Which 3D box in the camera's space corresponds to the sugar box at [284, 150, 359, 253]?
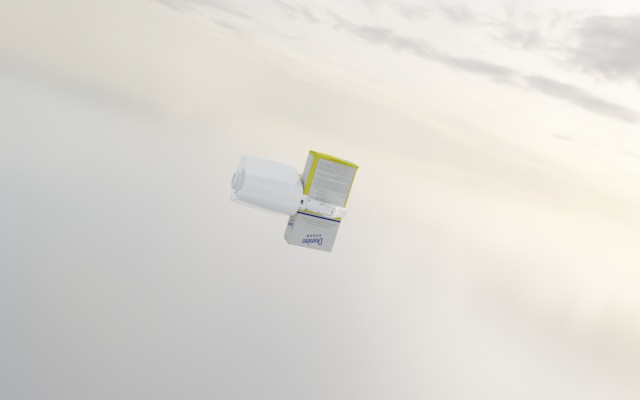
[{"bbox_3d":[0.000,0.003,0.896,0.093,0.176,0.048,15,11,-23],"label":"sugar box"}]
